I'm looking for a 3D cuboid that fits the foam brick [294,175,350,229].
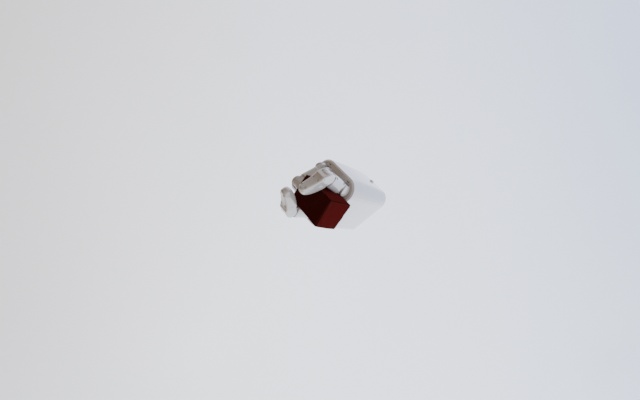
[{"bbox_3d":[0.000,0.003,0.787,0.051,0.053,0.078,15,26,-47],"label":"foam brick"}]
